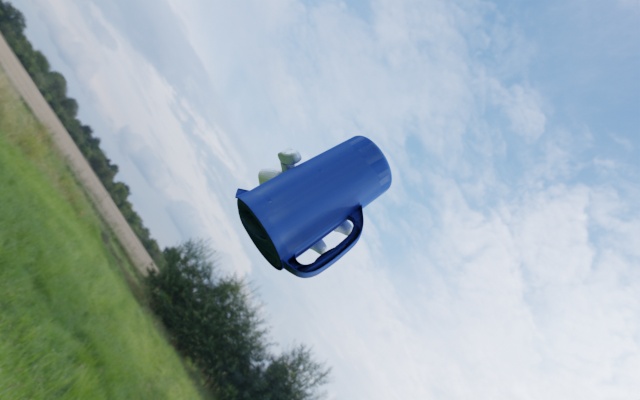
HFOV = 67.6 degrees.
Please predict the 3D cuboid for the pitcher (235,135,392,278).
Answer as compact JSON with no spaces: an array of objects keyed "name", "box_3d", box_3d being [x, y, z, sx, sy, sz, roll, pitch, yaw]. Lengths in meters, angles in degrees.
[{"name":"pitcher","box_3d":[0.000,0.002,0.765,0.243,0.149,0.145,-32,20,-19]}]
